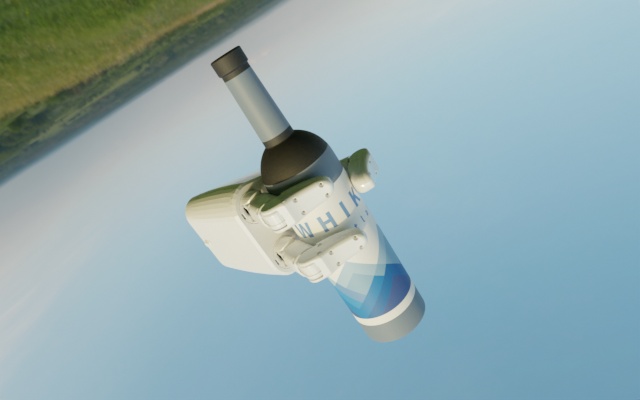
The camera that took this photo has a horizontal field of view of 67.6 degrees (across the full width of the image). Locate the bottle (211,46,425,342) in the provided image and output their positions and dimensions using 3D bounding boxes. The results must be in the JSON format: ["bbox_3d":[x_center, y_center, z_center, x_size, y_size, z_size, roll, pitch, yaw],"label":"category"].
[{"bbox_3d":[0.000,0.002,0.425,0.069,0.296,0.069,-28,22,12],"label":"bottle"}]
